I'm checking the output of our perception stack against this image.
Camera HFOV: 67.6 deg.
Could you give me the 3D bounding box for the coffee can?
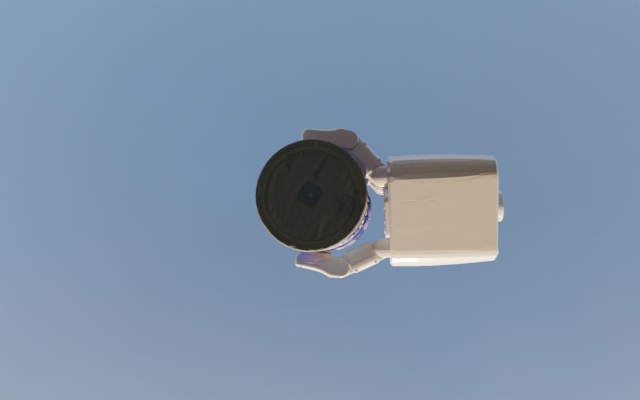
[{"bbox_3d":[0.000,0.002,0.499,0.103,0.103,0.140,0,-6,8],"label":"coffee can"}]
